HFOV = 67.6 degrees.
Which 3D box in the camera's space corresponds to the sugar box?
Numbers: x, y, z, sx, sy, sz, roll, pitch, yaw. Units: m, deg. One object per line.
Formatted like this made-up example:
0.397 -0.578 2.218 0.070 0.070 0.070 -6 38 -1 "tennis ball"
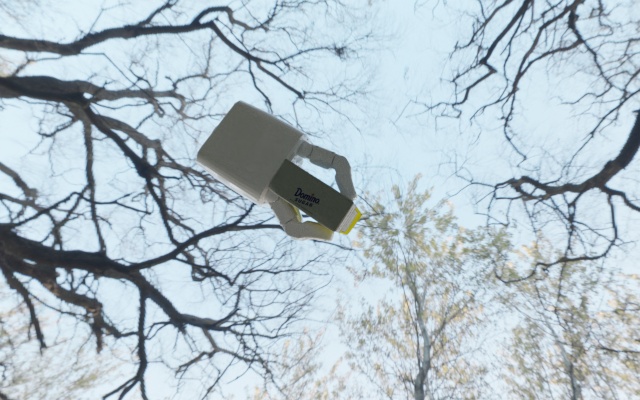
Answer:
0.000 0.002 0.597 0.093 0.048 0.176 33 2 10 "sugar box"
